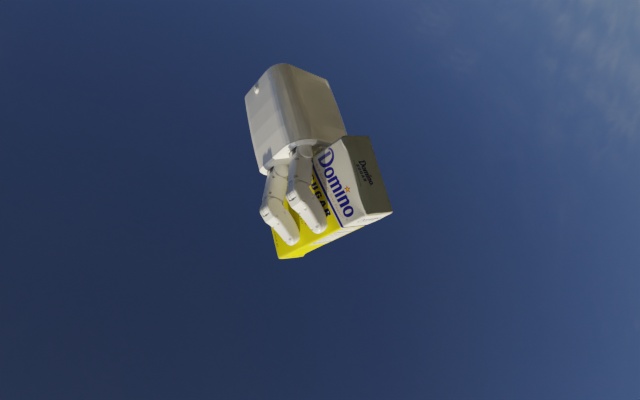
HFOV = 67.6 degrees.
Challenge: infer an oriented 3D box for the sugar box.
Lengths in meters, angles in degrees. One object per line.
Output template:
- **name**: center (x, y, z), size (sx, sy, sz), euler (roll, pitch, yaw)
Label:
- **sugar box**: center (0.000, 0.002, 0.565), size (0.048, 0.093, 0.176), euler (-6, -17, -37)
